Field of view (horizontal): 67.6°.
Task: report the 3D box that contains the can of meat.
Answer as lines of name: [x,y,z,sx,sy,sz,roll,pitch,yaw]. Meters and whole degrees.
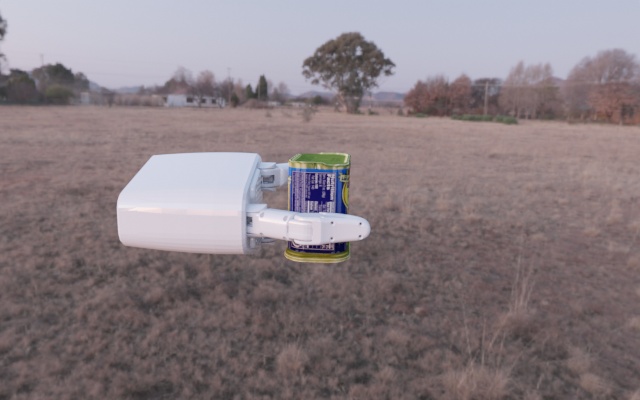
can of meat: [0.000,0.001,0.437,0.057,0.084,0.102,2,11,4]
